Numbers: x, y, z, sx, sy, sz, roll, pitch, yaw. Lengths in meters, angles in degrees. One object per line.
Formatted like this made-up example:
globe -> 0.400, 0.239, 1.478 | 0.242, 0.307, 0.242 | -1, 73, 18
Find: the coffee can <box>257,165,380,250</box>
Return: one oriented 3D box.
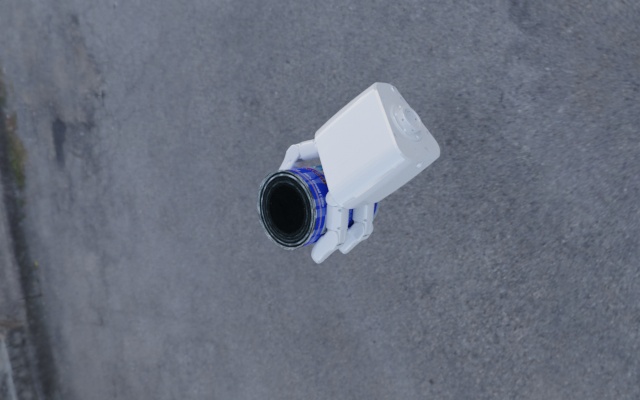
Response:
coffee can -> 0.000, 0.002, 0.647 | 0.103, 0.103, 0.140 | 0, 8, 41
